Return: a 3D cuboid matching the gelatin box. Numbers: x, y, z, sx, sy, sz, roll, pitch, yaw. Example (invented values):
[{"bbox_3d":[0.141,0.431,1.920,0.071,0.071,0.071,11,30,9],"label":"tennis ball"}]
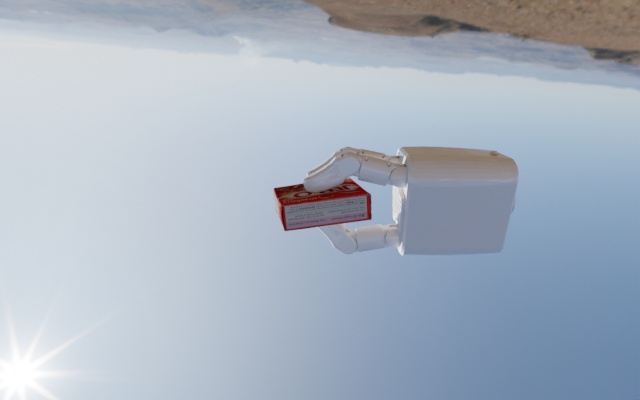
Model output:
[{"bbox_3d":[0.000,0.002,0.487,0.089,0.030,0.073,-8,16,-9],"label":"gelatin box"}]
